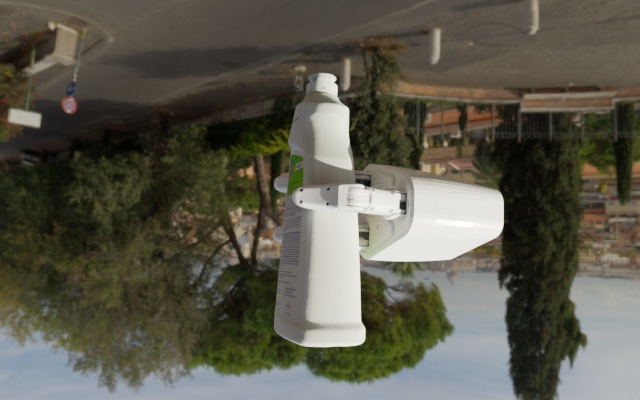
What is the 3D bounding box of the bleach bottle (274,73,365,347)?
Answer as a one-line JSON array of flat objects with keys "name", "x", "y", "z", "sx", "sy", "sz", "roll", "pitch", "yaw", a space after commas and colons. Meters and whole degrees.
[{"name": "bleach bottle", "x": 0.000, "y": 0.002, "z": 0.452, "sx": 0.068, "sy": 0.251, "sz": 0.102, "roll": 5, "pitch": -8, "yaw": -22}]
